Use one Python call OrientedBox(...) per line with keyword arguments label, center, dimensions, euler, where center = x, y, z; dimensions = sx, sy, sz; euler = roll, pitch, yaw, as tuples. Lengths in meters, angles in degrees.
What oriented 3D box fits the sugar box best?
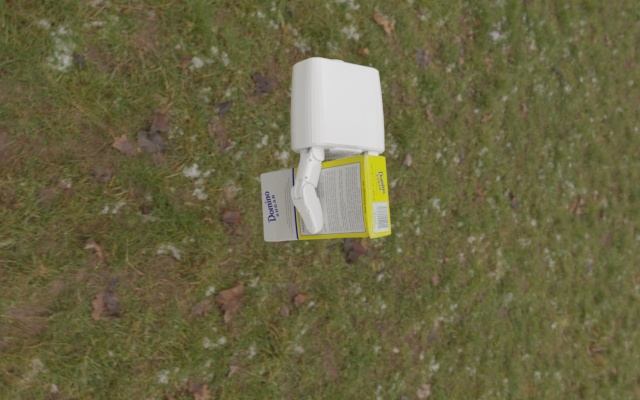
OrientedBox(label="sugar box", center=(0.001, 0.002, 0.590), dimensions=(0.176, 0.093, 0.048), euler=(-6, -3, 44))
